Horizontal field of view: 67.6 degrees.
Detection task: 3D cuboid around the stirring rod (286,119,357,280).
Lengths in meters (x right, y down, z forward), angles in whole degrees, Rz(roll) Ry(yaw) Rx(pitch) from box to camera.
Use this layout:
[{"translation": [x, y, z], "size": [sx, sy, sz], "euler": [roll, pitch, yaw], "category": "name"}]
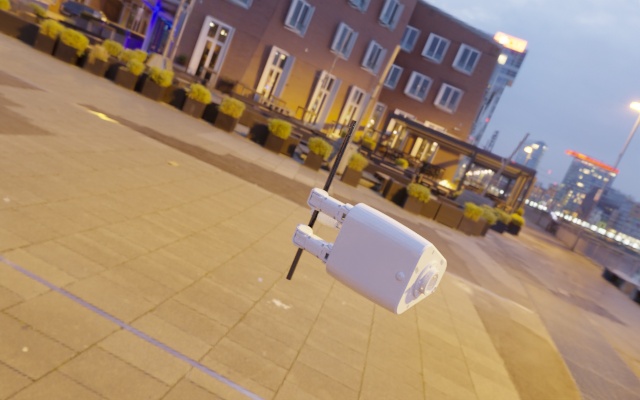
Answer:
[{"translation": [0.000, 0.002, 0.660], "size": [0.011, 0.239, 0.011], "euler": [22, 9, -4], "category": "stirring rod"}]
